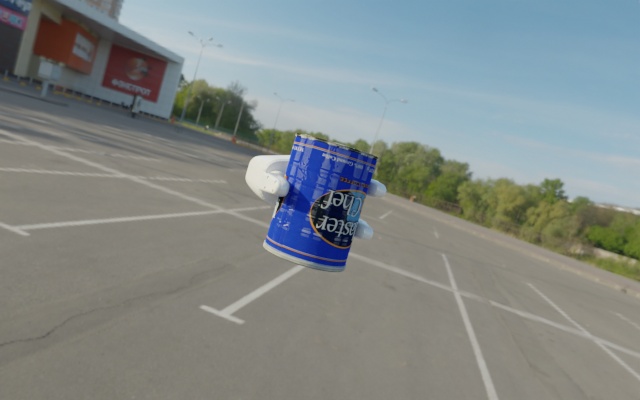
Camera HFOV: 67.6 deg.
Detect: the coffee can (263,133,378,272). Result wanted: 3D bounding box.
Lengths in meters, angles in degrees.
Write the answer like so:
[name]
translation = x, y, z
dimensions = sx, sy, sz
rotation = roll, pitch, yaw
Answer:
[coffee can]
translation = 0.000, 0.002, 0.570
dimensions = 0.103, 0.140, 0.103
rotation = 17, 4, -1
